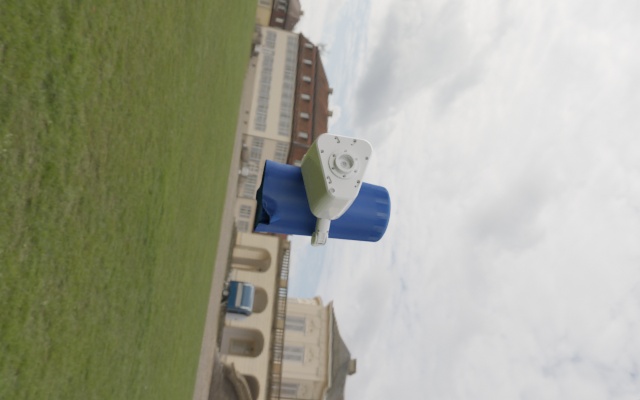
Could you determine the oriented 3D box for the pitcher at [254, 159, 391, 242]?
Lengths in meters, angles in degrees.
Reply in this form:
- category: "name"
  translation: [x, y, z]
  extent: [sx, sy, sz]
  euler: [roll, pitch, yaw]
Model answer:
- category: "pitcher"
  translation: [0.000, 0.003, 0.896]
  extent: [0.243, 0.149, 0.145]
  euler: [9, -18, -10]
